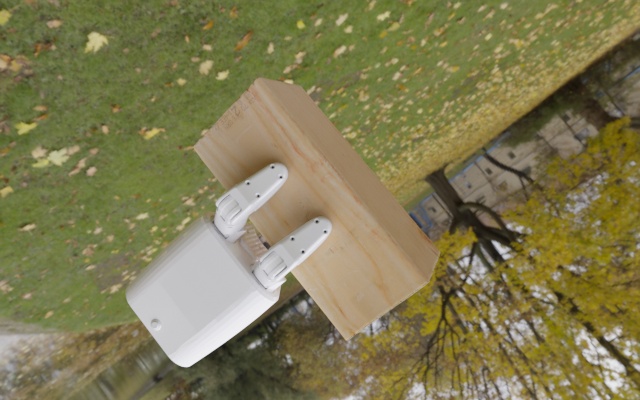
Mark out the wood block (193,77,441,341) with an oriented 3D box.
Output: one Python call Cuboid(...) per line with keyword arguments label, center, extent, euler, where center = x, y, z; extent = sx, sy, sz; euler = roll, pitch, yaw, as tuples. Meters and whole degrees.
Cuboid(label="wood block", center=(0.000, 0.002, 0.421), extent=(0.090, 0.206, 0.091), euler=(-41, -6, 20))
